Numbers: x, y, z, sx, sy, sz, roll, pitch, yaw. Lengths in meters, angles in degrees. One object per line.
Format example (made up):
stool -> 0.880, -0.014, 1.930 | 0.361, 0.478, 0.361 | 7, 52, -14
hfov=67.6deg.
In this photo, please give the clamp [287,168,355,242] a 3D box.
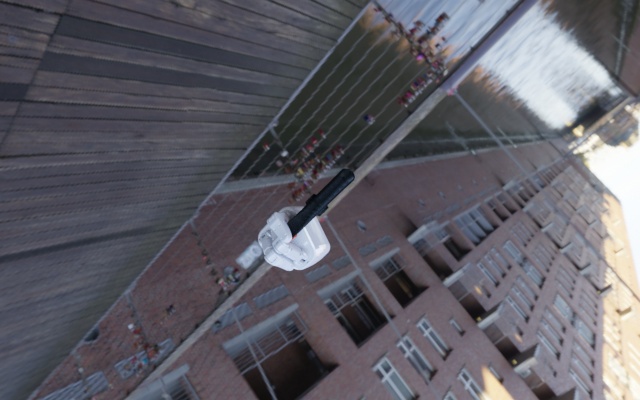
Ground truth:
clamp -> 0.000, 0.003, 0.843 | 0.171, 0.039, 0.120 | -42, -7, 15
